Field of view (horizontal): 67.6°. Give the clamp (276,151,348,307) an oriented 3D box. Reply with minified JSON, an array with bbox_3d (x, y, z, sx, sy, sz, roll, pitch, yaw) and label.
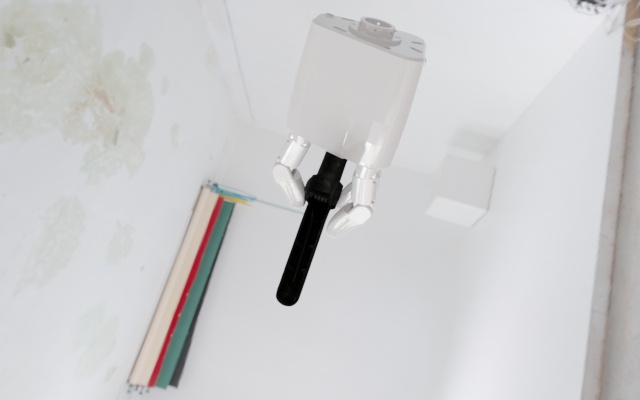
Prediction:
[{"bbox_3d":[-0.001,0.001,0.519,0.036,0.165,0.210,20,33,2],"label":"clamp"}]
